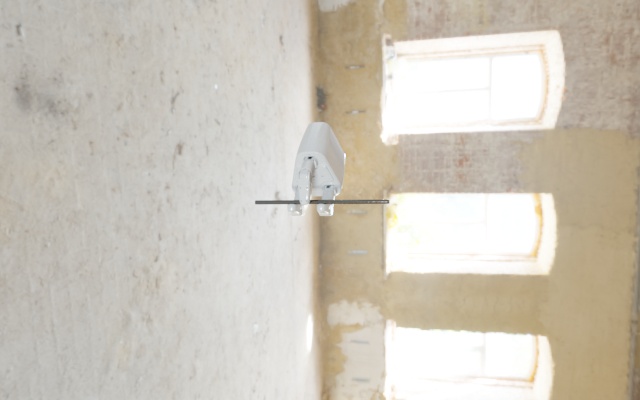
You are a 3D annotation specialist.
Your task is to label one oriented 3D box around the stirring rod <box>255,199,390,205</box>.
[{"bbox_3d":[0.000,0.003,0.839,0.239,0.011,0.011,0,0,12],"label":"stirring rod"}]
